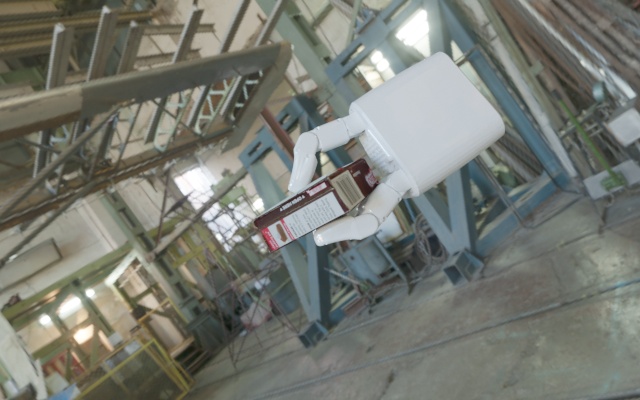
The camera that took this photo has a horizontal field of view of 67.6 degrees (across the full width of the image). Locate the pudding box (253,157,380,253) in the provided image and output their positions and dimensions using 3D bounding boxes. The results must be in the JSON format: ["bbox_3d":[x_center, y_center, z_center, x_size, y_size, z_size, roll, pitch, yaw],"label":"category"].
[{"bbox_3d":[0.000,0.001,0.462,0.090,0.039,0.113,-30,0,24],"label":"pudding box"}]
